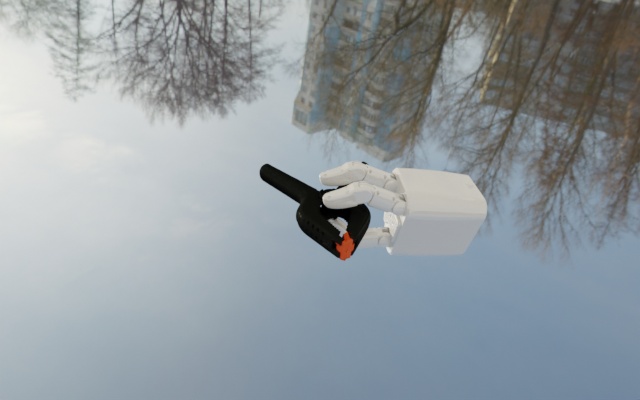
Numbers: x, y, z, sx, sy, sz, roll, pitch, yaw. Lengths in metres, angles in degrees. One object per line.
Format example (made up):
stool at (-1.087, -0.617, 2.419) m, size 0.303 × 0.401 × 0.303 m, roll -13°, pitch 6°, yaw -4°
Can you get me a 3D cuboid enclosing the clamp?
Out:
clamp at (0.000, 0.003, 0.630) m, size 0.164 × 0.036 × 0.209 m, roll 1°, pitch 32°, yaw -6°
